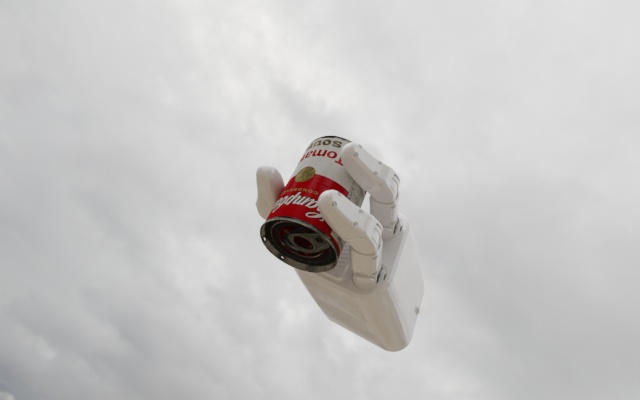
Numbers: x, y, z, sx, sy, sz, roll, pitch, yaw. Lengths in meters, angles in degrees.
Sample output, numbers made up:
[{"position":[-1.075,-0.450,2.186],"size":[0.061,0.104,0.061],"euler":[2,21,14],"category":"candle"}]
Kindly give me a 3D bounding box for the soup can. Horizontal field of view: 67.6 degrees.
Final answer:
[{"position":[0.000,0.001,0.412],"size":[0.068,0.102,0.069],"euler":[17,-37,13],"category":"soup can"}]
